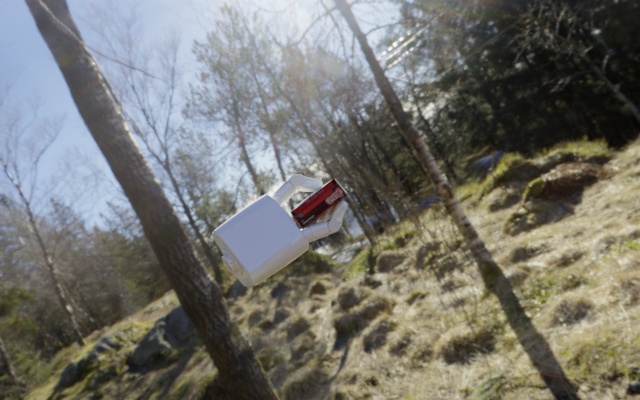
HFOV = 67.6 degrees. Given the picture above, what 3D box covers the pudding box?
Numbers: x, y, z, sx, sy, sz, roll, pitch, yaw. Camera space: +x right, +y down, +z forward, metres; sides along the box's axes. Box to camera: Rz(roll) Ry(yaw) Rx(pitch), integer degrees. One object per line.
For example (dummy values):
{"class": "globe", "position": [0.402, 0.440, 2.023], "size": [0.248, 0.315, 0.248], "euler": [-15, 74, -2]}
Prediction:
{"class": "pudding box", "position": [0.000, 0.003, 0.798], "size": [0.090, 0.039, 0.113], "euler": [-37, 2, 5]}
